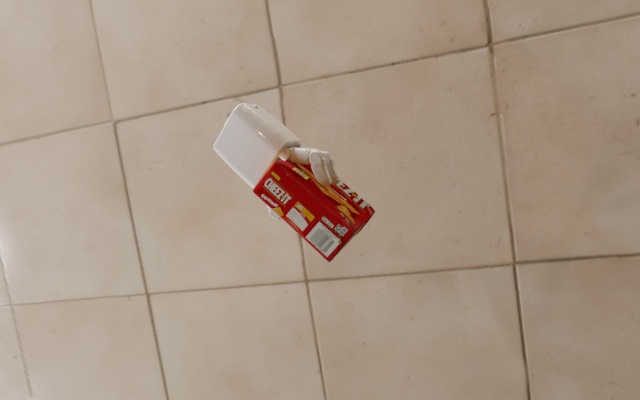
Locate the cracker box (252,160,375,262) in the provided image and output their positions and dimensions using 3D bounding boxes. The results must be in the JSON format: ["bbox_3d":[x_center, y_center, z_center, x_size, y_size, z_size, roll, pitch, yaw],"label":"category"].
[{"bbox_3d":[0.000,0.003,0.813,0.164,0.072,0.213,42,16,6],"label":"cracker box"}]
